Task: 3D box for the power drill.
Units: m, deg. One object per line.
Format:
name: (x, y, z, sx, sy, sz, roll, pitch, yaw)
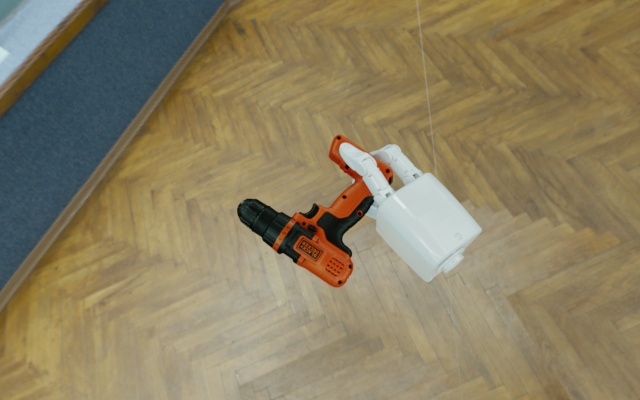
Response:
power drill: (0.001, 0.002, 0.678, 0.184, 0.187, 0.057, 34, -9, 3)
